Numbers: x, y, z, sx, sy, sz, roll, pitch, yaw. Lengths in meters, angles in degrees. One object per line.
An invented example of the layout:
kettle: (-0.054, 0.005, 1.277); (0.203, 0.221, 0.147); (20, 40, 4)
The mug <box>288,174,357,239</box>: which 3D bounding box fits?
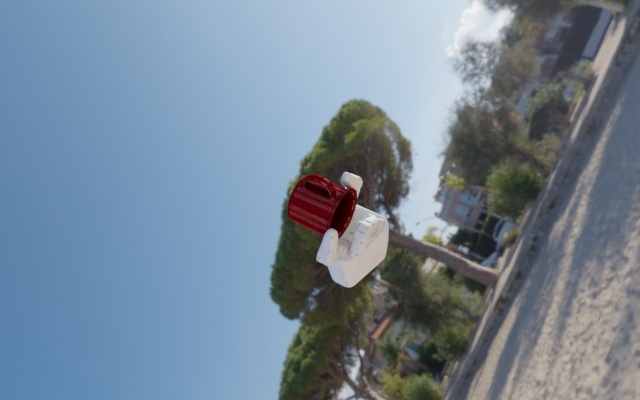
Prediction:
mug: (0.000, 0.002, 0.752); (0.081, 0.093, 0.117); (24, -29, 22)
